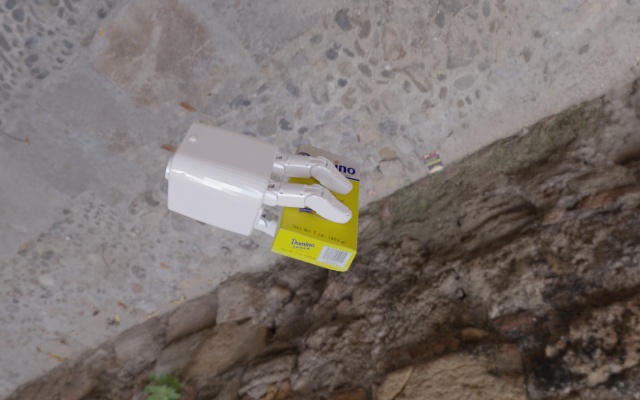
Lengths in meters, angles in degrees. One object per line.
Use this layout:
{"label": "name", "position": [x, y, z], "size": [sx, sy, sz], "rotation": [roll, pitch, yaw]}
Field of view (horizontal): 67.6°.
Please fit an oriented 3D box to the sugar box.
{"label": "sugar box", "position": [0.000, 0.002, 0.600], "size": [0.093, 0.048, 0.176], "rotation": [18, 41, -9]}
